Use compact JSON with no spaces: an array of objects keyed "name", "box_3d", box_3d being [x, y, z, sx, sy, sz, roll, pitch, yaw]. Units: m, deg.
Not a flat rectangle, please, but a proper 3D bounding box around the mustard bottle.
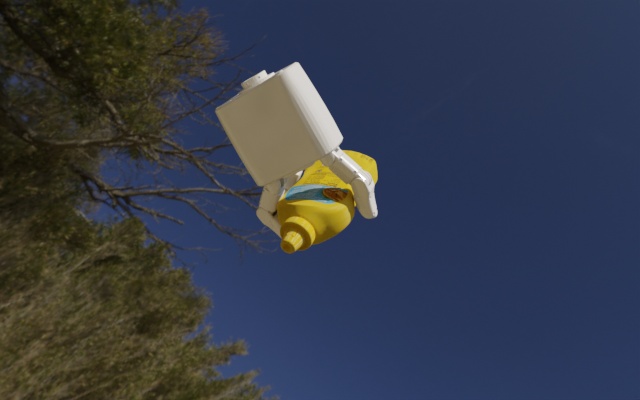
[{"name":"mustard bottle","box_3d":[0.000,0.002,0.603,0.096,0.058,0.191,6,34,23]}]
